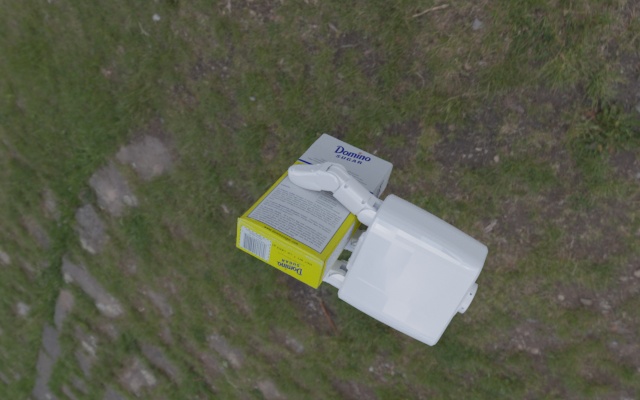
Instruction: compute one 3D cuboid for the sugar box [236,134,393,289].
[{"bbox_3d":[0.000,0.002,0.497,0.093,0.048,0.176,26,41,14],"label":"sugar box"}]
